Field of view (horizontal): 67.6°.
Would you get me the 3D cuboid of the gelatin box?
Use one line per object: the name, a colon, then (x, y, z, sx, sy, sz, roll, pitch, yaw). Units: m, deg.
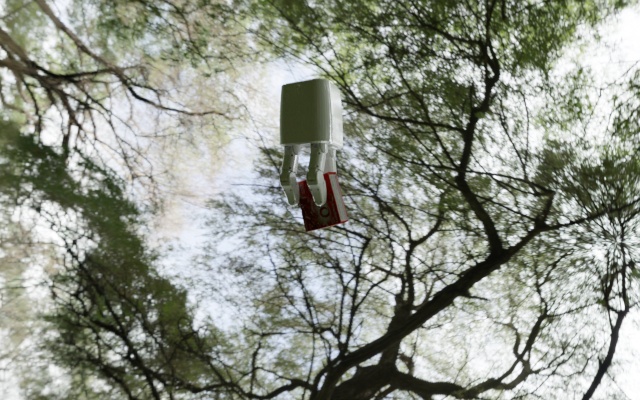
gelatin box: (0.000, 0.003, 0.810, 0.073, 0.089, 0.030, -16, -4, 32)
